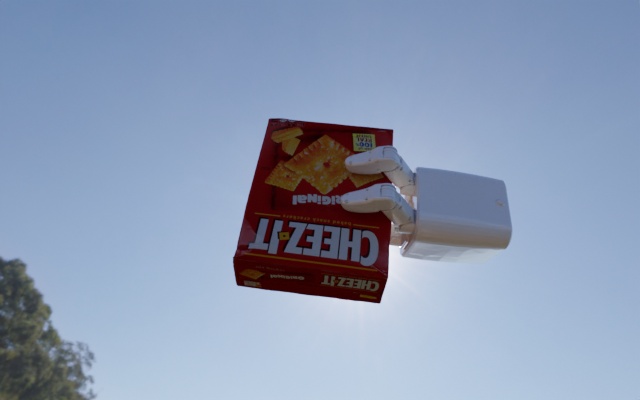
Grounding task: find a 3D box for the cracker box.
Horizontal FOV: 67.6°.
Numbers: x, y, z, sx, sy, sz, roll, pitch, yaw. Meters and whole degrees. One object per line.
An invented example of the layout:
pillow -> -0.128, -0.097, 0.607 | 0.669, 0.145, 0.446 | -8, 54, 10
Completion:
cracker box -> 0.000, 0.002, 0.567 | 0.164, 0.213, 0.072 | 6, -37, 2
